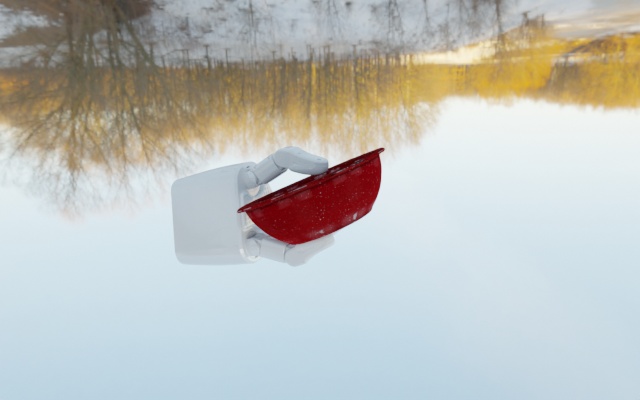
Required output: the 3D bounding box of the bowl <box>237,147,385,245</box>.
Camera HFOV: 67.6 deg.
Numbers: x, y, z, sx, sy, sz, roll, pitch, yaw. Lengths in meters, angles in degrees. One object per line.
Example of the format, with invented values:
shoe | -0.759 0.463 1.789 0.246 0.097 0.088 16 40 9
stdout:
bowl | 0.001 0.002 0.486 0.162 0.055 0.162 -23 5 2
